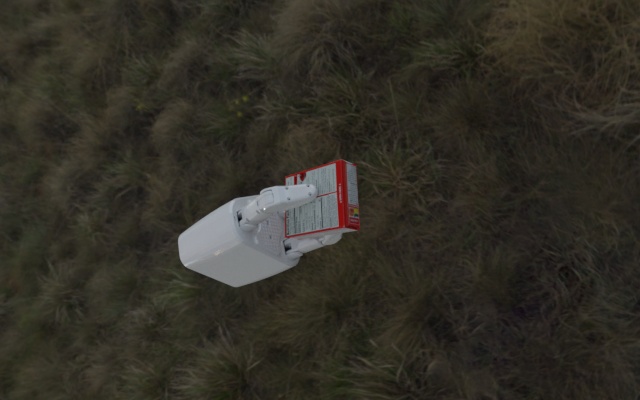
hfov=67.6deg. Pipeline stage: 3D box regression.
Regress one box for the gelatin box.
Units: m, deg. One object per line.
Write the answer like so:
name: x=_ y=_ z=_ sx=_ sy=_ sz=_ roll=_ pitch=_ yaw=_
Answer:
gelatin box: x=0.000 y=0.002 z=0.525 sx=0.089 sy=0.073 sz=0.030 roll=-14 pitch=-18 yaw=40
